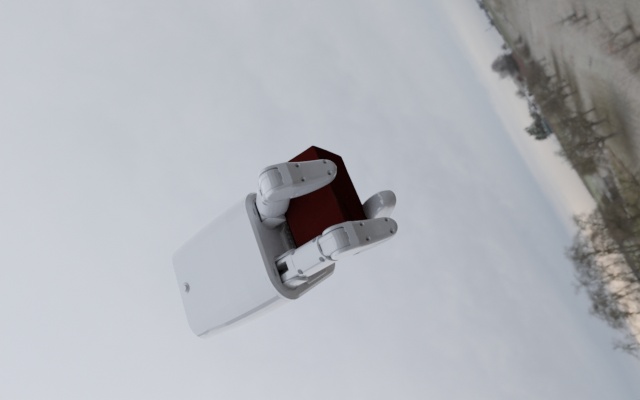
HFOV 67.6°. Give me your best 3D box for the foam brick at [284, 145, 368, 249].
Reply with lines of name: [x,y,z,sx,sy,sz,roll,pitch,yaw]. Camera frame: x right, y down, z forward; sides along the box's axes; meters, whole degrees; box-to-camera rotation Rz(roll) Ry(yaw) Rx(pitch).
foam brick: [0.000,0.001,0.412,0.051,0.078,0.053,-31,-23,24]
